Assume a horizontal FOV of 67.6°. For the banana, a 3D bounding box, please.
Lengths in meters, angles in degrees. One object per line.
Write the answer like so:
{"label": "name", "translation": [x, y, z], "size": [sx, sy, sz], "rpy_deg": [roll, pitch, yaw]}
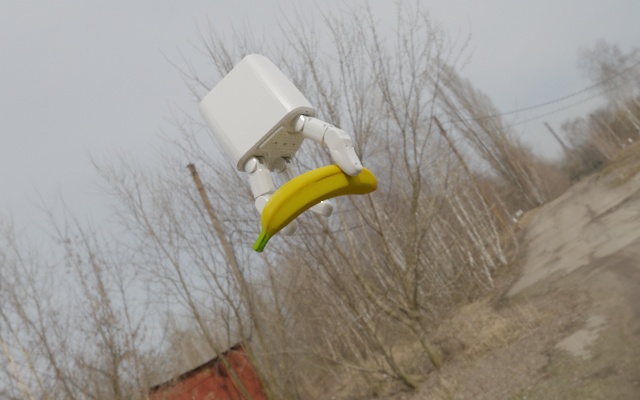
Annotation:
{"label": "banana", "translation": [0.002, -0.009, 0.548], "size": [0.197, 0.037, 0.070], "rpy_deg": [-25, -29, -35]}
